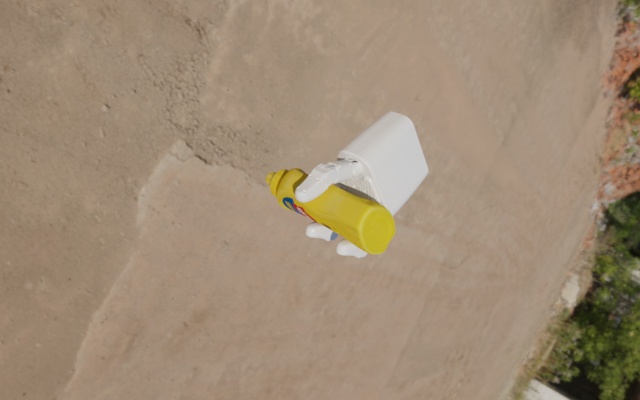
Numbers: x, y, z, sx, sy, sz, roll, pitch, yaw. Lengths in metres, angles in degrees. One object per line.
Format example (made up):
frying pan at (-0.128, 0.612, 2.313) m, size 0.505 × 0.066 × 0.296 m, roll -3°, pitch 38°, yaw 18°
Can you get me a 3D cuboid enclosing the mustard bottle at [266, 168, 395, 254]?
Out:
mustard bottle at (0.000, 0.002, 0.621) m, size 0.191 × 0.058 × 0.096 m, roll 27°, pitch -7°, yaw 34°
